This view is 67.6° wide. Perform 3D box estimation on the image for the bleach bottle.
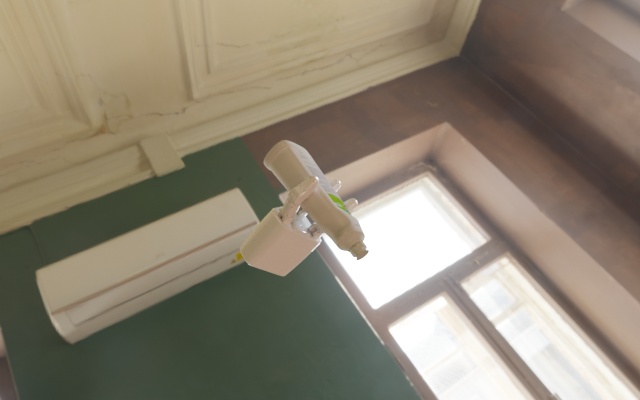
[{"bbox_3d":[0.000,0.003,0.856,0.068,0.250,0.102,-46,-29,17],"label":"bleach bottle"}]
